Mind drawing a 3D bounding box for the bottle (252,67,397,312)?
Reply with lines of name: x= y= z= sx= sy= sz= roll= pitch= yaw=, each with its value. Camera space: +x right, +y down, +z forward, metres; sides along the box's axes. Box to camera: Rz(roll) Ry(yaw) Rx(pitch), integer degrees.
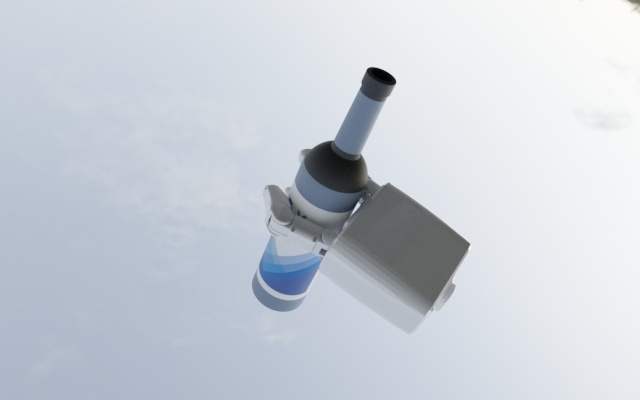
bottle: x=0.000 y=0.002 z=0.483 sx=0.069 sy=0.296 sz=0.069 roll=15 pitch=39 yaw=-13
